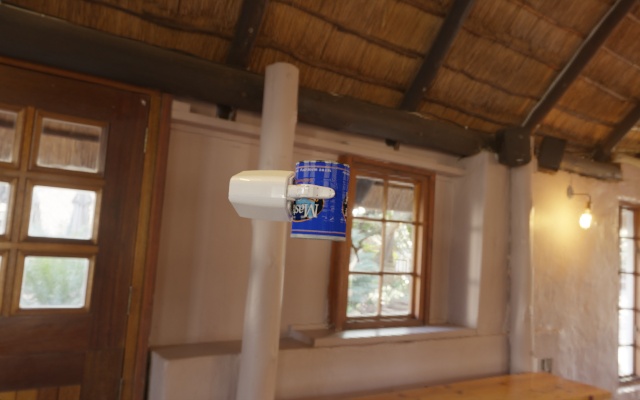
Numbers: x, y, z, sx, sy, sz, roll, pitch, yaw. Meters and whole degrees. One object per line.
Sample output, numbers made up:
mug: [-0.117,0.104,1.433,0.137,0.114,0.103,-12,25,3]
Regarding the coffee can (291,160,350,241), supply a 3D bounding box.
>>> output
coffee can: [0.000,0.003,0.890,0.103,0.140,0.103,4,-5,0]
